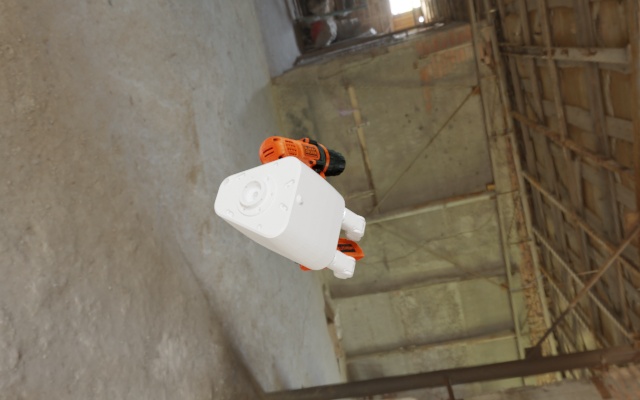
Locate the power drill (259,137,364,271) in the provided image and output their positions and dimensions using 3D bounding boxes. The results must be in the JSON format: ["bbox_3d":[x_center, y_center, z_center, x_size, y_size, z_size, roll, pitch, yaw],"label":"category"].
[{"bbox_3d":[0.000,0.003,0.686,0.057,0.187,0.184,-27,-16,31],"label":"power drill"}]
